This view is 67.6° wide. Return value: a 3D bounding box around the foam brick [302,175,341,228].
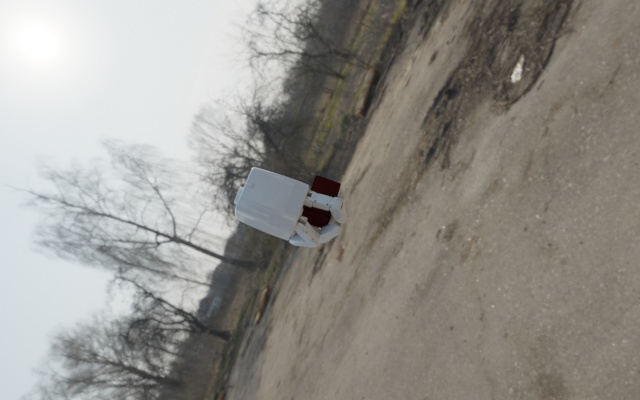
[{"bbox_3d":[0.000,0.003,0.880,0.051,0.078,0.053,19,-31,-1],"label":"foam brick"}]
